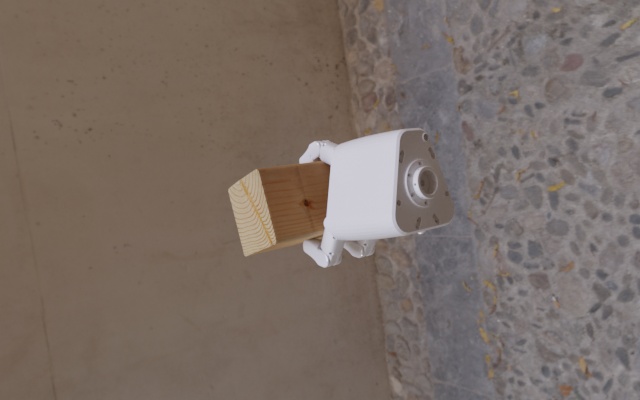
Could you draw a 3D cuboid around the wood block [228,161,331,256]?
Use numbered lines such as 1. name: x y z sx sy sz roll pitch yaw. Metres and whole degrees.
1. wood block: 0.000 0.002 0.622 0.206 0.091 0.090 -10 -10 -36
